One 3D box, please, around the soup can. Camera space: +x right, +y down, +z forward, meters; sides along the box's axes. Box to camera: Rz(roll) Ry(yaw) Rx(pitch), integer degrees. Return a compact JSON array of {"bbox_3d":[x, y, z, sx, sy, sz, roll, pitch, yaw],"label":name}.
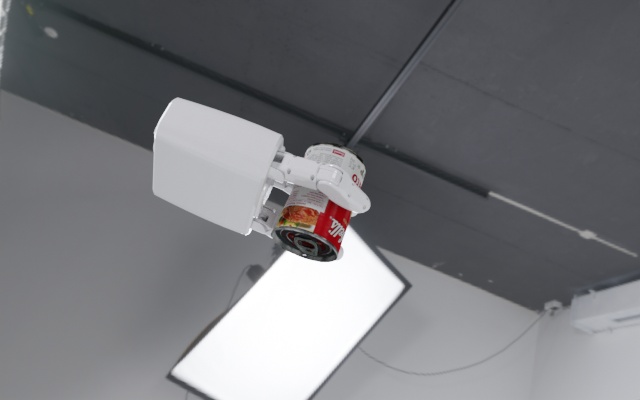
[{"bbox_3d":[0.001,0.001,0.478,0.068,0.102,0.068,17,-26,8],"label":"soup can"}]
